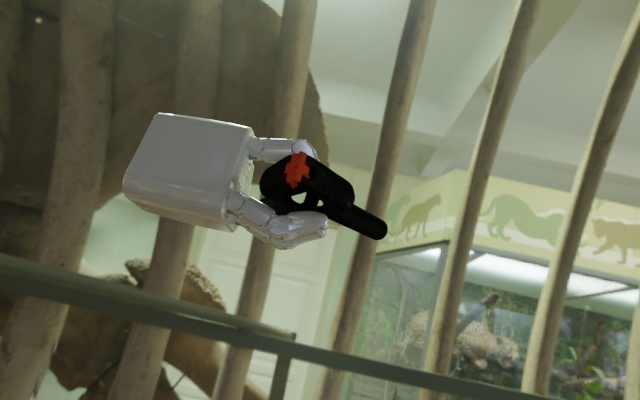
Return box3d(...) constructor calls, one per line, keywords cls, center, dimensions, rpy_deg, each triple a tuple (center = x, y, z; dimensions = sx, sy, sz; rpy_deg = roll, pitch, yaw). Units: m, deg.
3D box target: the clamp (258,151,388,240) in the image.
box3d(cls="clamp", center=(0.000, 0.001, 0.500), dimensions=(0.164, 0.036, 0.210), rpy_deg=(11, -15, 2))
